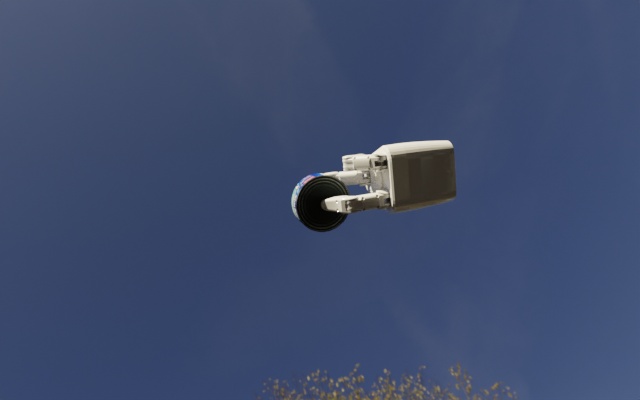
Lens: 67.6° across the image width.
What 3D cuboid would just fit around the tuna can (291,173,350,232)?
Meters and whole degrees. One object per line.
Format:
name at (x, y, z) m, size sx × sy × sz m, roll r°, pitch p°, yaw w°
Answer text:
tuna can at (0.000, 0.002, 0.719) m, size 0.086 × 0.086 × 0.033 m, roll 0°, pitch 10°, yaw -19°
